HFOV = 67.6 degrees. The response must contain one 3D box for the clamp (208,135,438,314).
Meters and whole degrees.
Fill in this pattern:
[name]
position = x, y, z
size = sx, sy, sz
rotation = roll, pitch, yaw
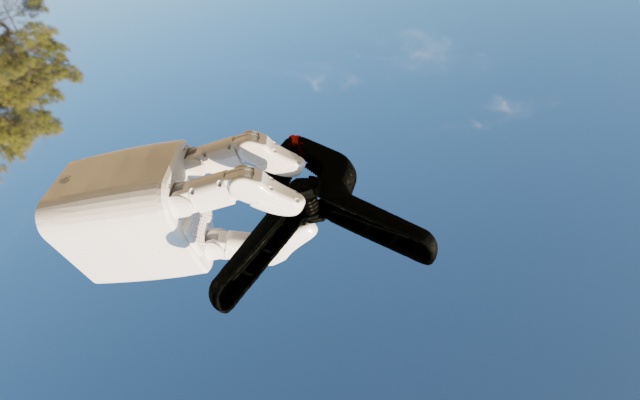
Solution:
[clamp]
position = 0.000, 0.002, 0.407
size = 0.164, 0.036, 0.209
rotation = -8, 35, 4
